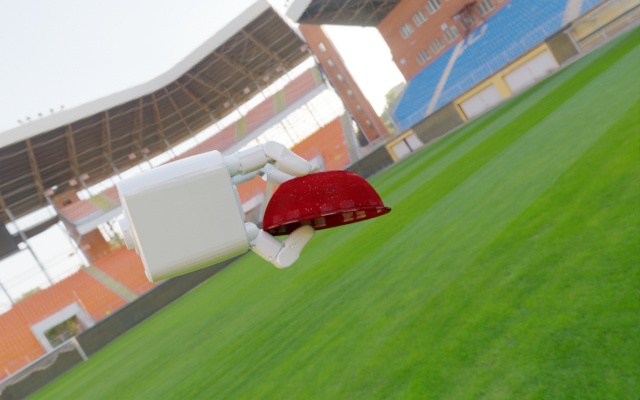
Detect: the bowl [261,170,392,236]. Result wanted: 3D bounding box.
[{"bbox_3d":[0.001,0.001,0.570,0.162,0.055,0.162,-10,-8,-1],"label":"bowl"}]
